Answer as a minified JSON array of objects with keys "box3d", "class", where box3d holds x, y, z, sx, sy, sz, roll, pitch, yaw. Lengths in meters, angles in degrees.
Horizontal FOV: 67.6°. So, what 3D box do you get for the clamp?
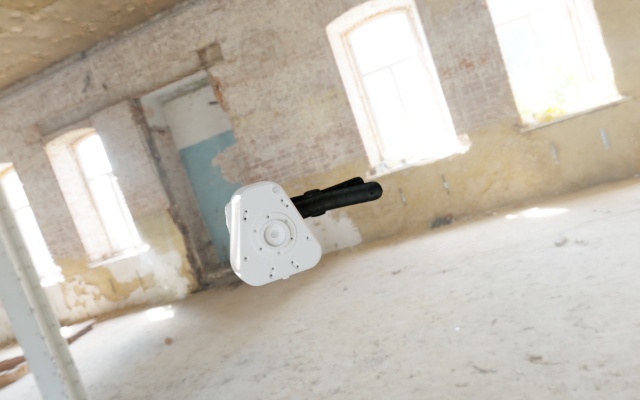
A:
[{"box3d":[0.000,0.002,0.645,0.171,0.039,0.120,-20,3,-13],"class":"clamp"}]
